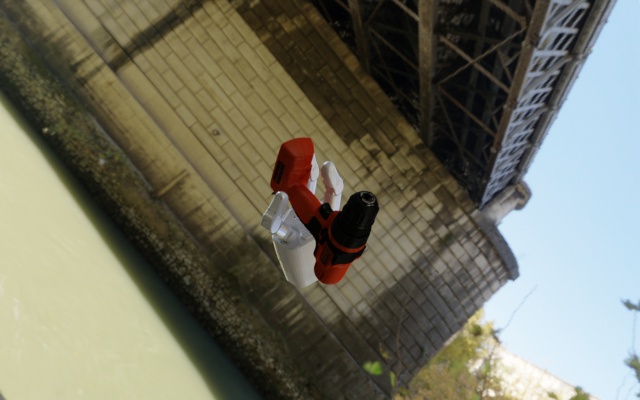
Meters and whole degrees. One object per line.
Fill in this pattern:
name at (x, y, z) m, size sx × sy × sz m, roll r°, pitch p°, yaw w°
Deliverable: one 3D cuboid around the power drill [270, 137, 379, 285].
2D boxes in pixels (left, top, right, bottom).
power drill at (0.000, 0.002, 0.663) m, size 0.057 × 0.187 × 0.185 m, roll -13°, pitch -33°, yaw -30°
